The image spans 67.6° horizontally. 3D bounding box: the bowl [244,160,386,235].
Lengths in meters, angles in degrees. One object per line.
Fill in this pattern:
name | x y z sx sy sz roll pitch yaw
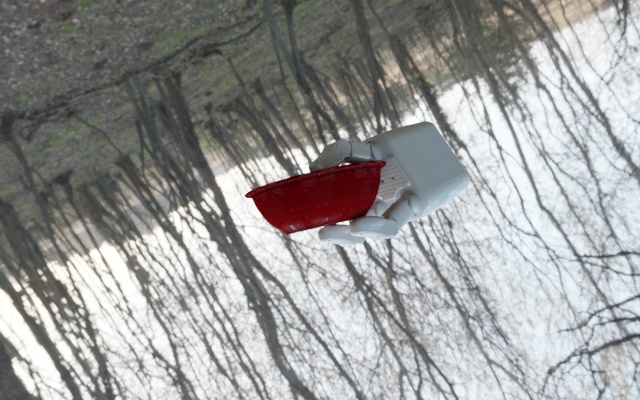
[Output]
bowl | -0.001 0.002 0.532 0.162 0.055 0.162 -13 -3 -1
